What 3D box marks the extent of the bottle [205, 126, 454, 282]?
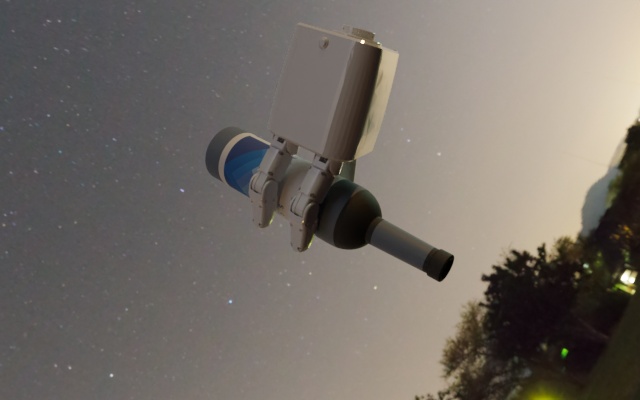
[{"bbox_3d":[0.000,0.002,0.498,0.295,0.069,0.069,28,15,31],"label":"bottle"}]
